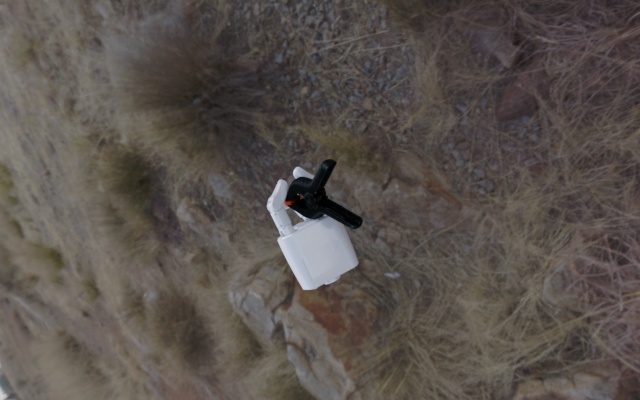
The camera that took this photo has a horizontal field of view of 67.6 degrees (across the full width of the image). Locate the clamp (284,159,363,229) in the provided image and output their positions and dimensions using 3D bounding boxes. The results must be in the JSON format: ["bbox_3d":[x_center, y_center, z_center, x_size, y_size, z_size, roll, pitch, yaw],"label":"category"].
[{"bbox_3d":[0.000,0.003,0.804,0.039,0.120,0.171,-28,5,-31],"label":"clamp"}]
